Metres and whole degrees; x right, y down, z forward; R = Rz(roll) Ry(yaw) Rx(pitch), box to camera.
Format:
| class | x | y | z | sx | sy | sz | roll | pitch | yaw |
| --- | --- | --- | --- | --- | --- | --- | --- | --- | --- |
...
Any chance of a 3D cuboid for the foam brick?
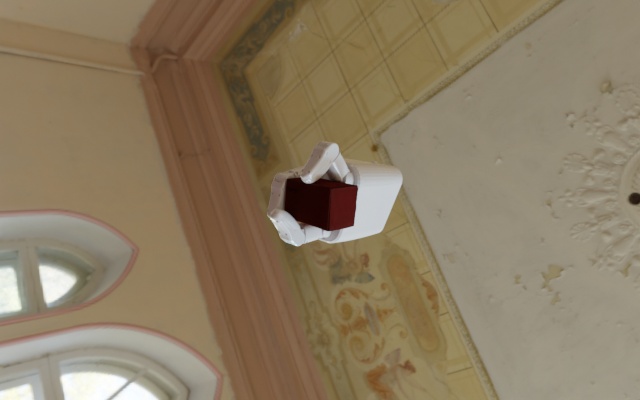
| class | x | y | z | sx | sy | sz | roll | pitch | yaw |
| --- | --- | --- | --- | --- | --- | --- | --- | --- | --- |
| foam brick | 0.000 | 0.002 | 0.587 | 0.078 | 0.053 | 0.051 | 15 | 14 | 42 |
